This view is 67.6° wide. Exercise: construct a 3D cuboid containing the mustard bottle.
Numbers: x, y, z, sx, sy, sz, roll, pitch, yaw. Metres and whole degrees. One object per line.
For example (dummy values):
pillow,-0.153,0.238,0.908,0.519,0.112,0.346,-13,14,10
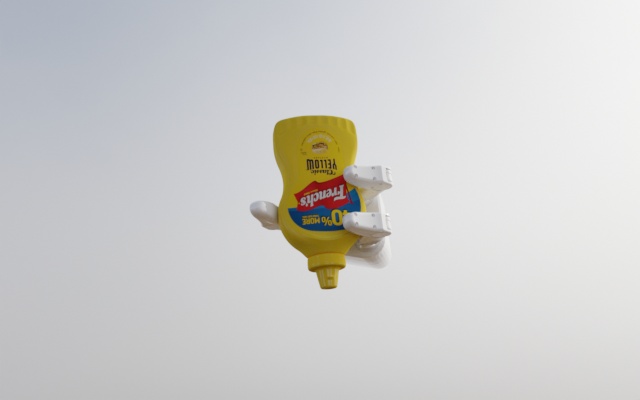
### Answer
mustard bottle,0.000,0.001,0.528,0.096,0.191,0.058,-1,-19,-11
